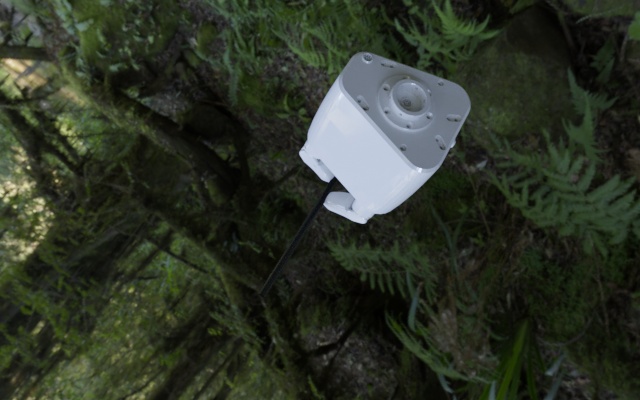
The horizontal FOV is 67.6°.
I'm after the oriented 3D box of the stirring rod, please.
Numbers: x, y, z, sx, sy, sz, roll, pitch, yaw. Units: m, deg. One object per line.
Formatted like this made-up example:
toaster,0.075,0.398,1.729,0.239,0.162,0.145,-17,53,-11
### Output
stirring rod,0.000,0.002,0.526,0.011,0.239,0.011,27,-22,12
